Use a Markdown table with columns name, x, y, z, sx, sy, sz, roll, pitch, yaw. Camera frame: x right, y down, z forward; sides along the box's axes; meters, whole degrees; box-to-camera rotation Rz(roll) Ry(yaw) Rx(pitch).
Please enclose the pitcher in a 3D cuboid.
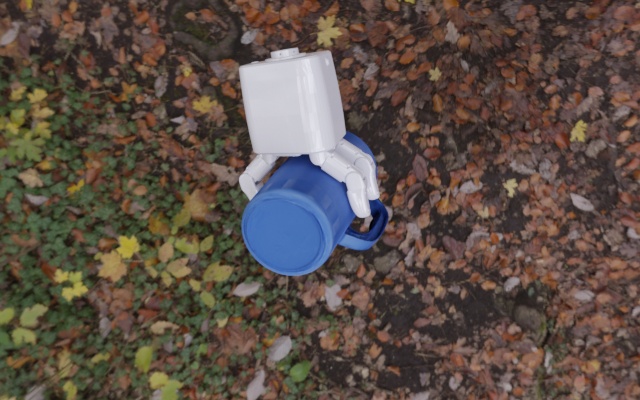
| name | x | y | z | sx | sy | sz | roll | pitch | yaw |
| --- | --- | --- | --- | --- | --- | --- | --- | --- | --- |
| pitcher | 0.000 | 0.002 | 0.628 | 0.149 | 0.145 | 0.242 | -3 | 21 | 17 |
